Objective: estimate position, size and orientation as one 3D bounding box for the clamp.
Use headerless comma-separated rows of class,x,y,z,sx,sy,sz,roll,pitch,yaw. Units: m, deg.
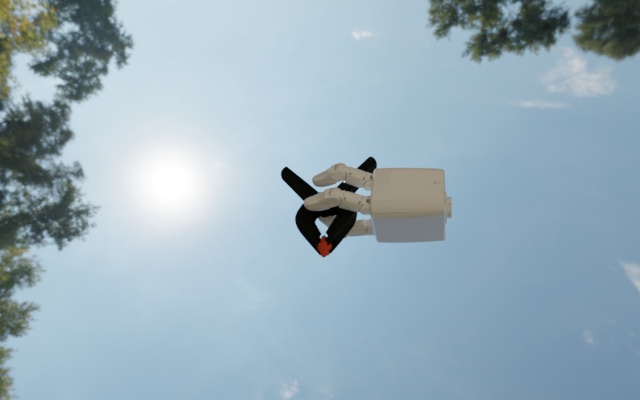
clamp,0.000,0.003,0.752,0.164,0.036,0.209,-2,41,14
